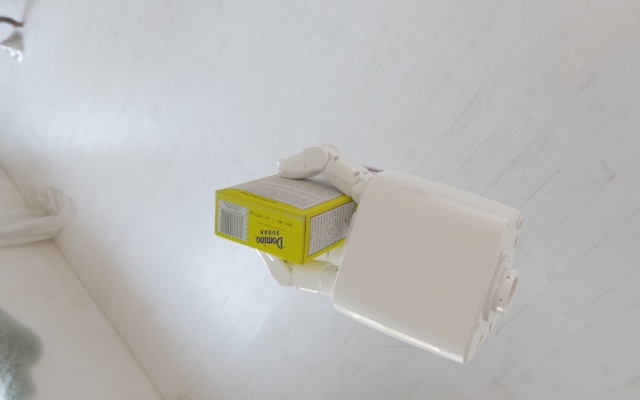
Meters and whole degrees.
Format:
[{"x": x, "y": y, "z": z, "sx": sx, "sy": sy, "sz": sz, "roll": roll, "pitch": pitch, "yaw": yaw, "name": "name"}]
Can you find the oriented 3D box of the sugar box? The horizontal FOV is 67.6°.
[{"x": 0.000, "y": 0.002, "z": 0.429, "sx": 0.093, "sy": 0.048, "sz": 0.176, "roll": 16, "pitch": 18, "yaw": 32, "name": "sugar box"}]
